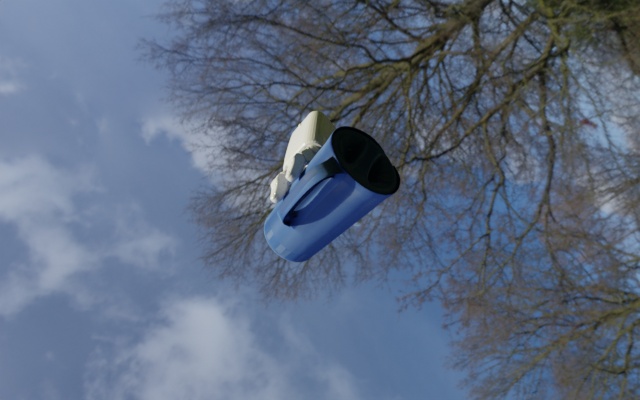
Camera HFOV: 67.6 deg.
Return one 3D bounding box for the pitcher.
[{"bbox_3d":[0.000,0.002,0.791,0.149,0.145,0.243,29,-50,-20],"label":"pitcher"}]
